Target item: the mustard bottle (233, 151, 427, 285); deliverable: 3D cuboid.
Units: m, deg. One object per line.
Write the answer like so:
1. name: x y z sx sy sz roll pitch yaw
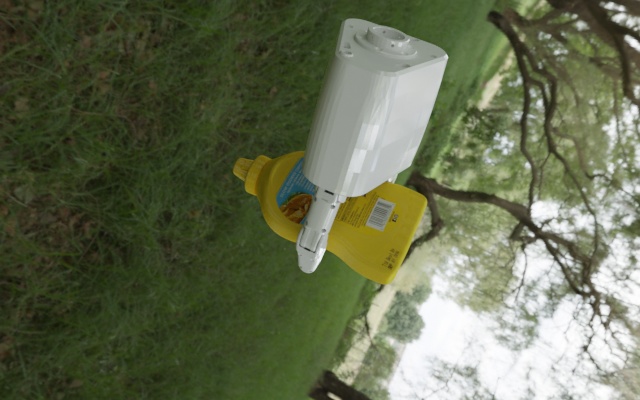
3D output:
1. mustard bottle: 0.000 0.002 0.472 0.191 0.096 0.058 24 -28 11
